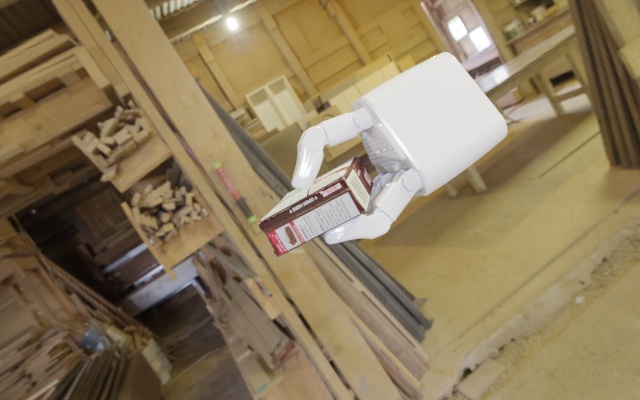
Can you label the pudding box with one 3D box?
[{"bbox_3d":[0.000,0.001,0.449,0.090,0.039,0.113,-29,6,15],"label":"pudding box"}]
